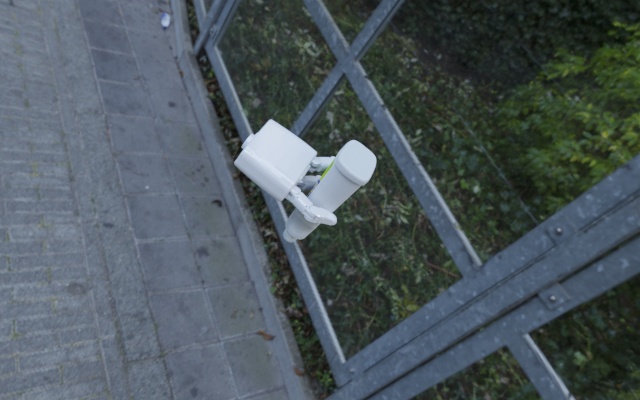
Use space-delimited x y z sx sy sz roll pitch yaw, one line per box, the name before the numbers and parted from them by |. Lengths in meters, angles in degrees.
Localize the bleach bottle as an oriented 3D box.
bleach bottle | 0.000 0.003 0.886 0.251 0.068 0.102 -48 6 37
